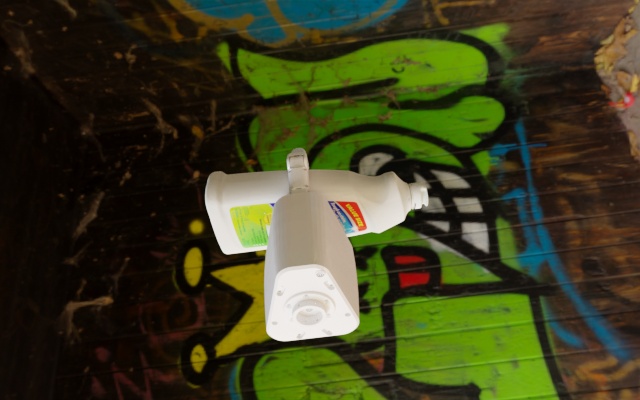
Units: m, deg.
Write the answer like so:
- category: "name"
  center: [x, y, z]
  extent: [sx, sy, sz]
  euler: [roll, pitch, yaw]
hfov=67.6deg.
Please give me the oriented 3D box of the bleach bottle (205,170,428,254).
- category: "bleach bottle"
  center: [0.000, 0.002, 0.569]
  extent: [0.251, 0.103, 0.068]
  euler: [-7, 38, 2]
